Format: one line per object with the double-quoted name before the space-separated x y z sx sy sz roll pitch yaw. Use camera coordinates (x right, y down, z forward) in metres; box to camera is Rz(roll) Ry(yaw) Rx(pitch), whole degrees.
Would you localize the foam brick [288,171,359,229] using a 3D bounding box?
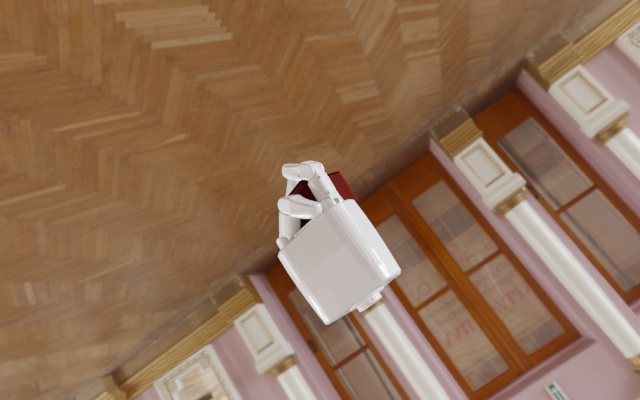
"foam brick" 0.000 0.002 0.624 0.078 0.051 0.053 -17 -25 -47
